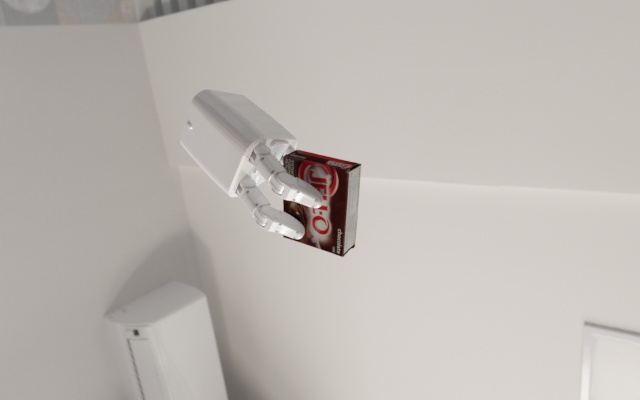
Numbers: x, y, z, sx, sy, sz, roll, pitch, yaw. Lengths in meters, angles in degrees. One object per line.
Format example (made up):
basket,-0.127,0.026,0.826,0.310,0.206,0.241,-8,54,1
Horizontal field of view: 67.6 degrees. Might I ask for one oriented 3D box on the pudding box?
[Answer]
pudding box,0.000,0.002,0.579,0.090,0.113,0.039,16,29,30
